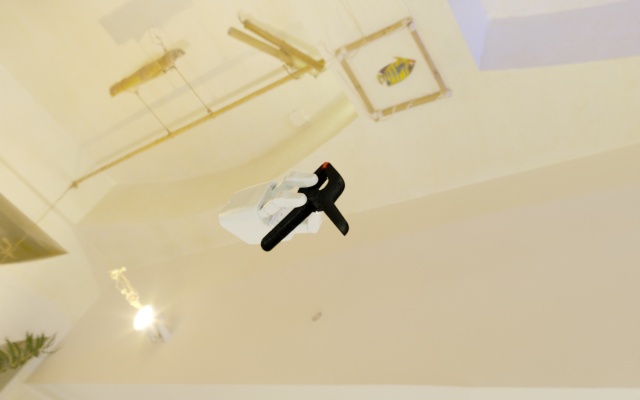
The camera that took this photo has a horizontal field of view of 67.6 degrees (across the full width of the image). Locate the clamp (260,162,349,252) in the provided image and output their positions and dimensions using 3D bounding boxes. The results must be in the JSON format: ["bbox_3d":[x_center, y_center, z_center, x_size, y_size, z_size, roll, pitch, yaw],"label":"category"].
[{"bbox_3d":[0.000,0.003,0.829,0.164,0.036,0.209,-8,37,33],"label":"clamp"}]
